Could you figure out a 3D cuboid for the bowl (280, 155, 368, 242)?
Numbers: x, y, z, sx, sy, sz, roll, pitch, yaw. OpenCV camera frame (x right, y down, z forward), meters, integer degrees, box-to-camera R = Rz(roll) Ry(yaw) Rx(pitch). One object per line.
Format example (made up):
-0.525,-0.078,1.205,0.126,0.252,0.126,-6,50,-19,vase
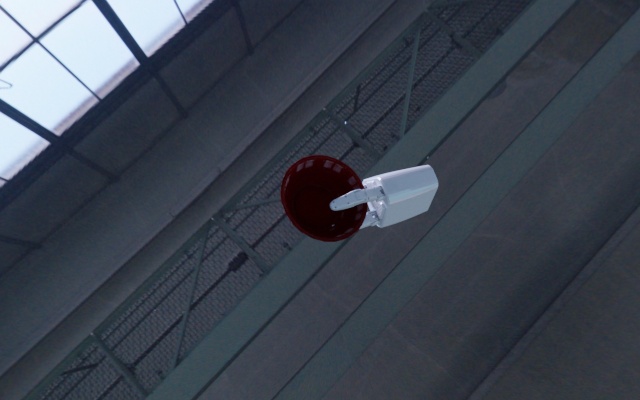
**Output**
-0.001,0.003,0.852,0.162,0.162,0.055,0,-20,-21,bowl
